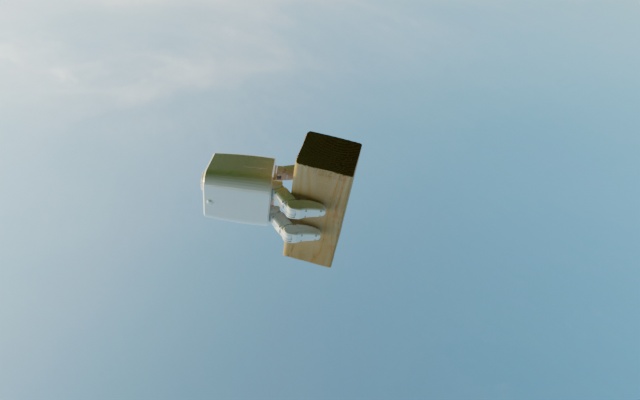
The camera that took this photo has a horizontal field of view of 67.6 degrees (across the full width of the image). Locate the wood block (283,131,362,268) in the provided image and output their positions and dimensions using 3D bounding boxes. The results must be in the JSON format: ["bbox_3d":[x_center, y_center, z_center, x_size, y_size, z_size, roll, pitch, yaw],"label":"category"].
[{"bbox_3d":[0.000,0.002,0.787,0.090,0.206,0.090,14,43,3],"label":"wood block"}]
